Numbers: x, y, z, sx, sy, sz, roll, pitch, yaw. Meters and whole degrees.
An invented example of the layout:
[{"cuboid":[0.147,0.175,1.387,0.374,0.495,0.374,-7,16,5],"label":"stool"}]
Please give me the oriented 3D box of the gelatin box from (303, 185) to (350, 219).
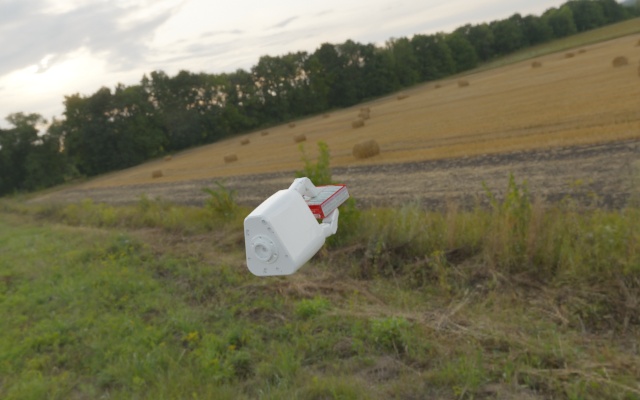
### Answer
[{"cuboid":[0.000,0.002,0.888,0.073,0.030,0.089,-2,27,41],"label":"gelatin box"}]
